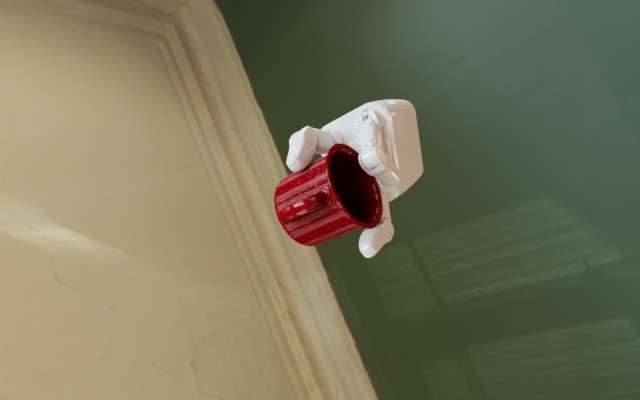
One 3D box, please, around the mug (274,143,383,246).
[{"bbox_3d":[-0.001,0.002,0.491,0.081,0.093,0.117,-25,0,33],"label":"mug"}]
